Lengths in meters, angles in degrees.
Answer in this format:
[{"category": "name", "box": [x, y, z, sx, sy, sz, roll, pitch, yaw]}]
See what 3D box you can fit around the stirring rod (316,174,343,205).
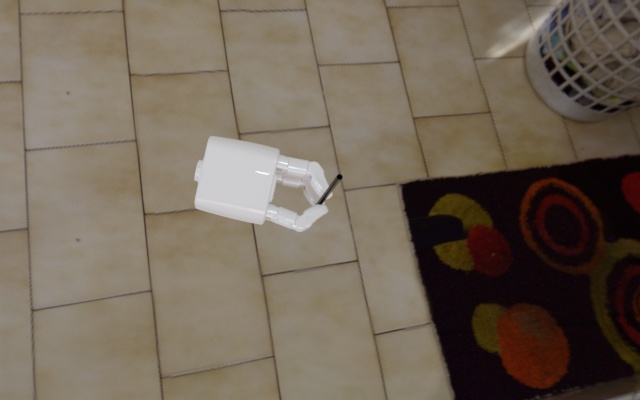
[{"category": "stirring rod", "box": [0.000, 0.002, 0.733, 0.011, 0.011, 0.239, 0, -16, -12]}]
